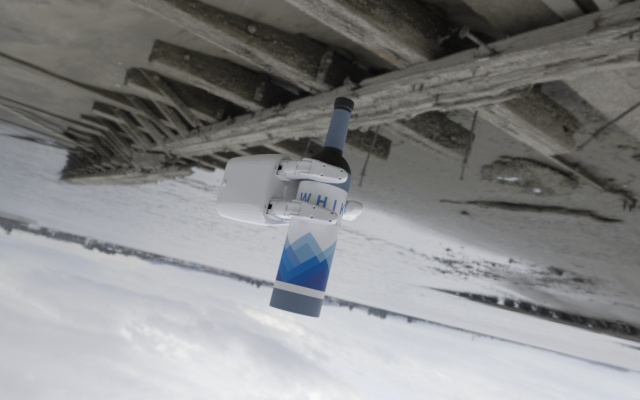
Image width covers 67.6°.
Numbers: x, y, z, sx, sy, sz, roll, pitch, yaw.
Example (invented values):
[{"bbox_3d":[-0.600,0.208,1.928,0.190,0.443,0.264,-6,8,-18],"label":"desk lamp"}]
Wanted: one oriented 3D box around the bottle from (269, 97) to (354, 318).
[{"bbox_3d":[0.000,0.002,0.638,0.069,0.295,0.069,13,-10,2],"label":"bottle"}]
